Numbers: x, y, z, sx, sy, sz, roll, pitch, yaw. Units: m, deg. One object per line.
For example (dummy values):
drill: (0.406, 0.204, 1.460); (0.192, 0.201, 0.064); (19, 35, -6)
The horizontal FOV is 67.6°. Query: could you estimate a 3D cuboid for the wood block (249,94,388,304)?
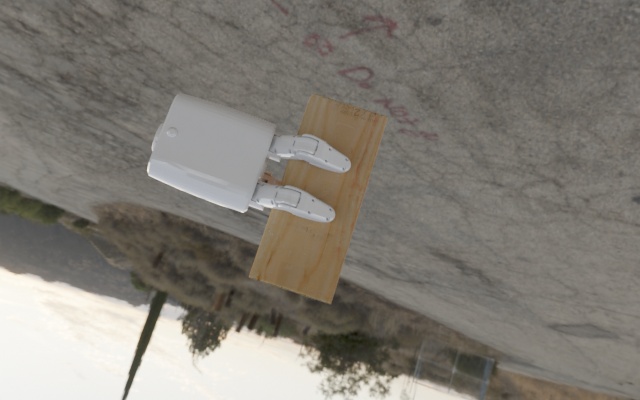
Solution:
wood block: (0.000, 0.002, 0.535); (0.090, 0.206, 0.091); (18, -11, 2)
